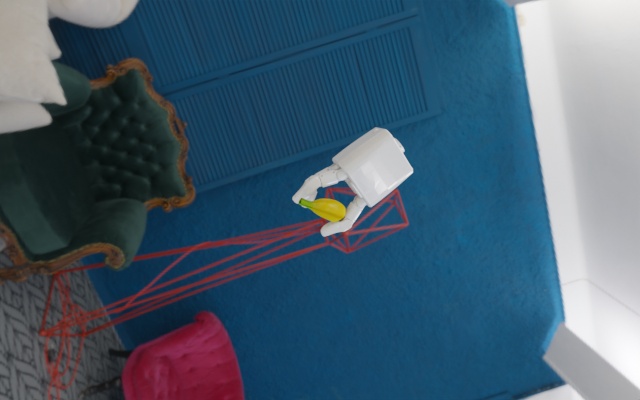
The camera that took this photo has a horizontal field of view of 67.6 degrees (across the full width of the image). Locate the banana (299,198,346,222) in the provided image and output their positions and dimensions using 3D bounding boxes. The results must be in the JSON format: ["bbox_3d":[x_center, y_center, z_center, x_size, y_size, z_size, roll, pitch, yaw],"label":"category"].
[{"bbox_3d":[0.015,0.012,0.878,0.069,0.037,0.198,32,2,10],"label":"banana"}]
